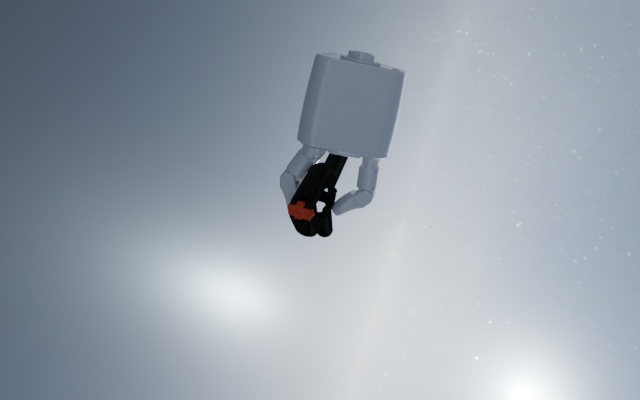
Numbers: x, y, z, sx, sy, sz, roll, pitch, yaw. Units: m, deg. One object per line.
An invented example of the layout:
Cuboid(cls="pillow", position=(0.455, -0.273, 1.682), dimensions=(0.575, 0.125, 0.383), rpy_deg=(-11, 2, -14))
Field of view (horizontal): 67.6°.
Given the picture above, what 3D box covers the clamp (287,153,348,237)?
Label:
Cuboid(cls="clamp", position=(0.001, 0.002, 0.629), dimensions=(0.036, 0.165, 0.210), rpy_deg=(15, 21, 11))
